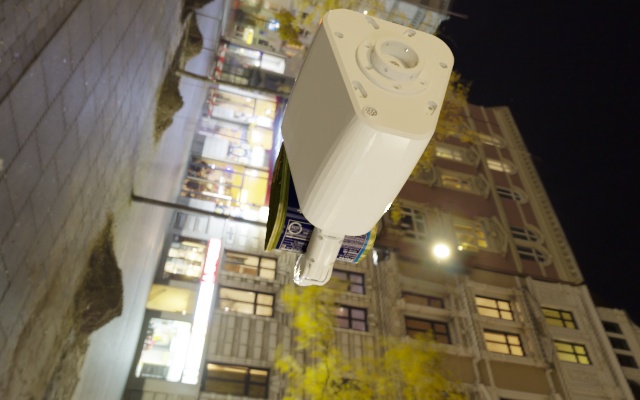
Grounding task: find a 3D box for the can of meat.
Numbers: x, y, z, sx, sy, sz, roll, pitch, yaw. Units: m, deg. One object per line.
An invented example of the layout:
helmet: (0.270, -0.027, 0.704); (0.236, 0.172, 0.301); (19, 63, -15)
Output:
can of meat: (0.000, 0.002, 0.419); (0.084, 0.102, 0.057); (11, -41, -12)
